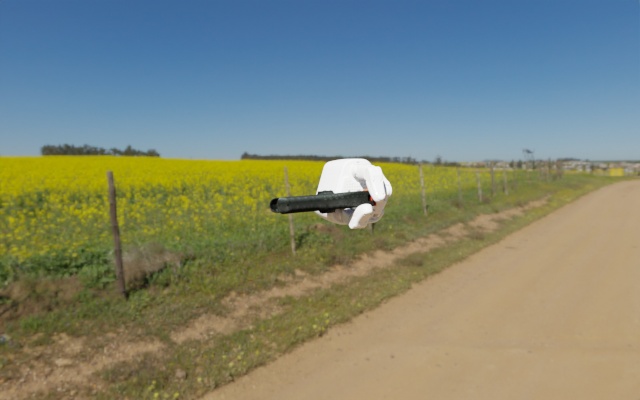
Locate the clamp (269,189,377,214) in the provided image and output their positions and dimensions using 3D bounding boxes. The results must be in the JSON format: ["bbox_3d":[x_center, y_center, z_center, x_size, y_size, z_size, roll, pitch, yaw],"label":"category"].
[{"bbox_3d":[0.000,0.002,0.757,0.171,0.039,0.120,-2,5,-20],"label":"clamp"}]
